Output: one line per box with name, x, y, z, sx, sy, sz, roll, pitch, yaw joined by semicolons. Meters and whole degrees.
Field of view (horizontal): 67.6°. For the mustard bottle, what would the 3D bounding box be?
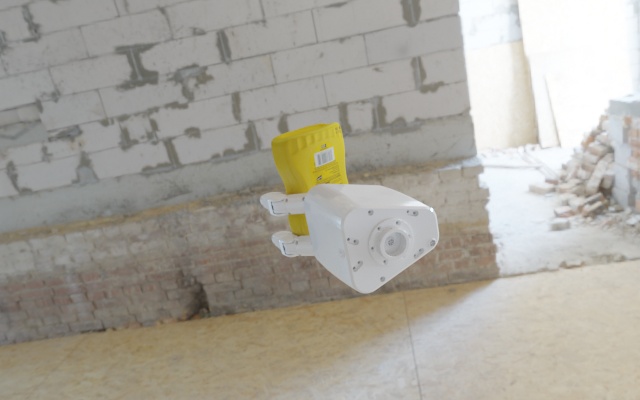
mustard bottle;0.000;0.002;0.616;0.096;0.192;0.058;-25;20;-39
